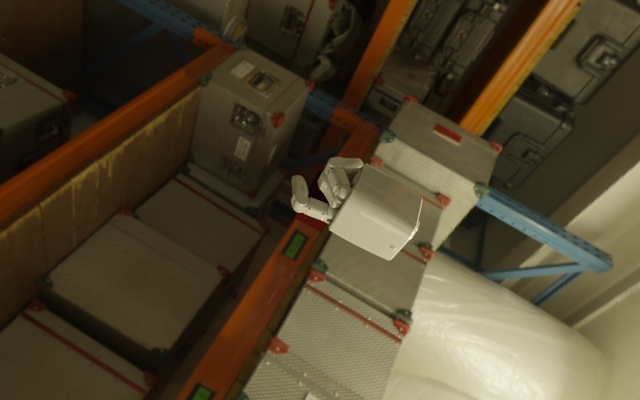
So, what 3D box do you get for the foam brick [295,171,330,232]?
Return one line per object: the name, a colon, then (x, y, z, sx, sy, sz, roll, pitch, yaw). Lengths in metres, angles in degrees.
foam brick: (0.000, 0.003, 0.764, 0.051, 0.053, 0.078, 28, -39, -1)
